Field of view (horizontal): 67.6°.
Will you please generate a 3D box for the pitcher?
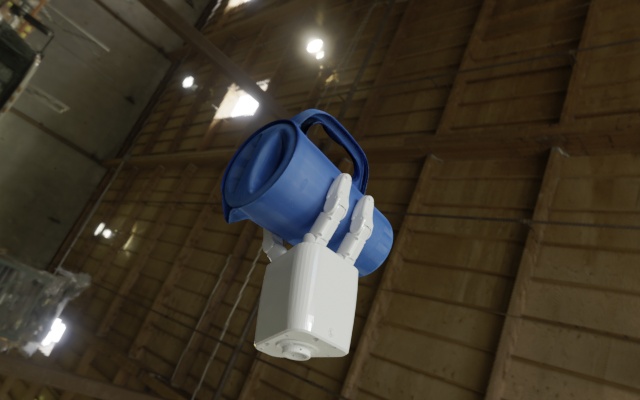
[{"bbox_3d":[0.000,0.002,0.657,0.149,0.145,0.243,-22,-44,34],"label":"pitcher"}]
